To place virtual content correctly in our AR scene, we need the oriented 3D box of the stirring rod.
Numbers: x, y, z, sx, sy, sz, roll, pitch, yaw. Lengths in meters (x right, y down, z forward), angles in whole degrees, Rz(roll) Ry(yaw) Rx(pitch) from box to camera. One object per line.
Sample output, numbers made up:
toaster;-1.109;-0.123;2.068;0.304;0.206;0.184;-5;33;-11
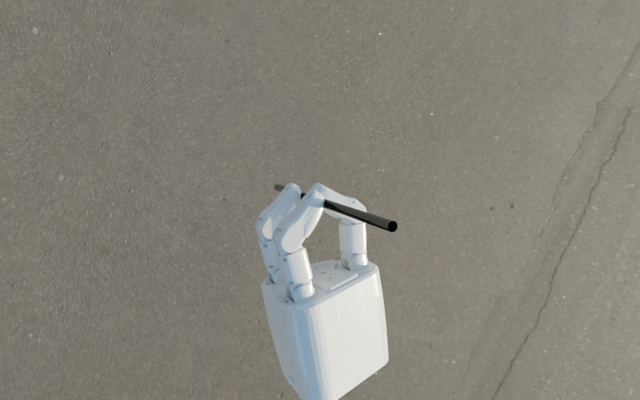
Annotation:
stirring rod;0.000;0.001;0.433;0.011;0.011;0.239;0;8;-24
